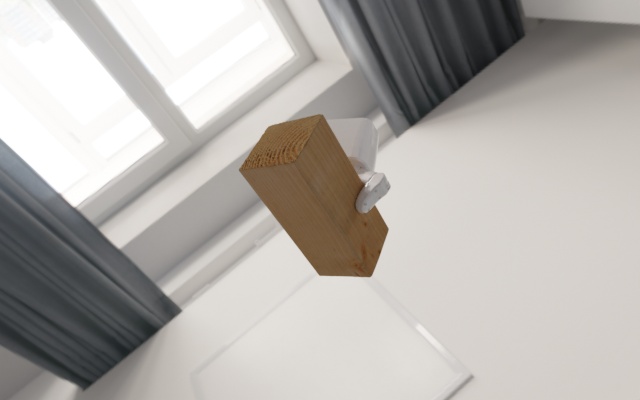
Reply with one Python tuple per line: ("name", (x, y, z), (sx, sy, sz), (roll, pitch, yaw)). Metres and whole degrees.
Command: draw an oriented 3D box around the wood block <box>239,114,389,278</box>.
("wood block", (0.001, 0.002, 0.622), (0.091, 0.090, 0.206), (-6, -47, 36))
